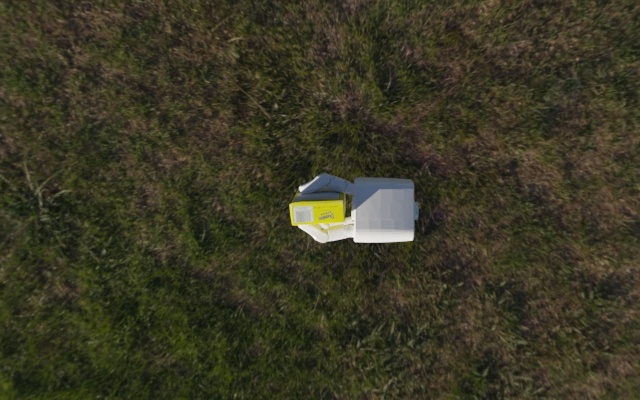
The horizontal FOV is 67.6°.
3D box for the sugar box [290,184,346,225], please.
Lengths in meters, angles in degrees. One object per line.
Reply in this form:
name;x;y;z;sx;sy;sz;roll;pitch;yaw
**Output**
sugar box;0.000;0.003;0.890;0.093;0.048;0.176;-2;10;5
